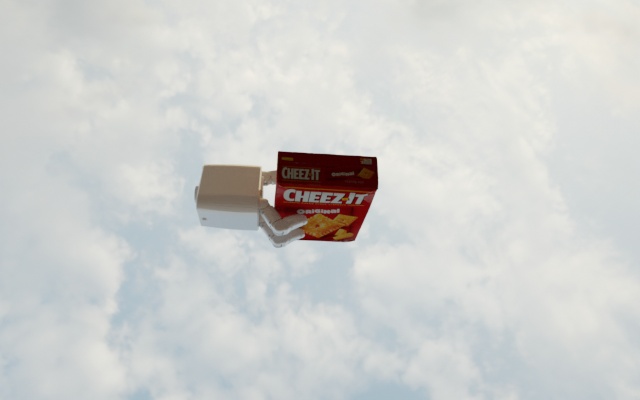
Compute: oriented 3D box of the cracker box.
[{"bbox_3d":[0.000,0.003,0.846,0.164,0.072,0.214,2,-28,-6],"label":"cracker box"}]
